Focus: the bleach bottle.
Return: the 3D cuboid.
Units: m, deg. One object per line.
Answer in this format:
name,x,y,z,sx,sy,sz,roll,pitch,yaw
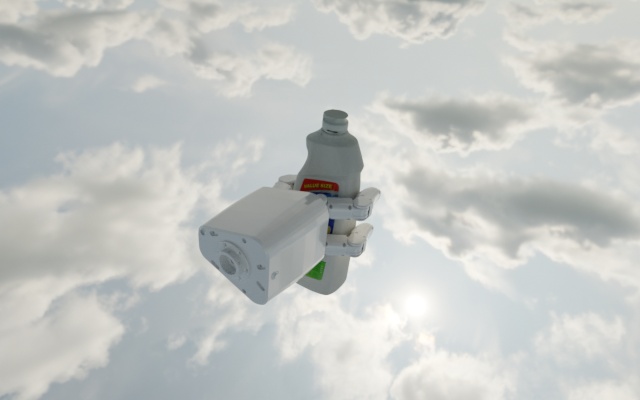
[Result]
bleach bottle,0.000,0.002,0.621,0.102,0.251,0.068,24,37,26
